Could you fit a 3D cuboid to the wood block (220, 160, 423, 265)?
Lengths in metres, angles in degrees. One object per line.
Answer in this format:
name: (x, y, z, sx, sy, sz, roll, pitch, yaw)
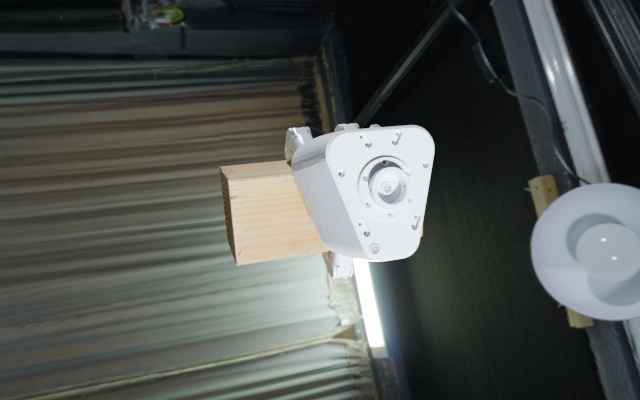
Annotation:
wood block: (0.000, 0.002, 0.530, 0.206, 0.091, 0.090, -7, 14, -16)
